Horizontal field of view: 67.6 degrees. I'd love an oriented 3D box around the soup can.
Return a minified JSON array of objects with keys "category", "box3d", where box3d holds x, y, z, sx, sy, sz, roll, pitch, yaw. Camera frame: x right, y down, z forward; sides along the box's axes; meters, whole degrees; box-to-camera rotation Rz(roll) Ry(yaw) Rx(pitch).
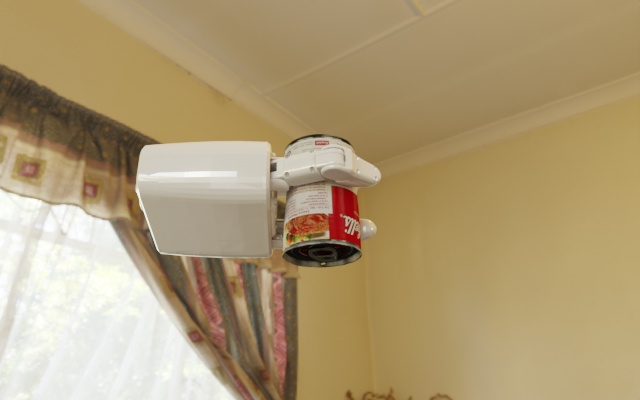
[{"category":"soup can","box3d":[0.001,0.001,0.425,0.068,0.102,0.068,-1,-24,-1]}]
